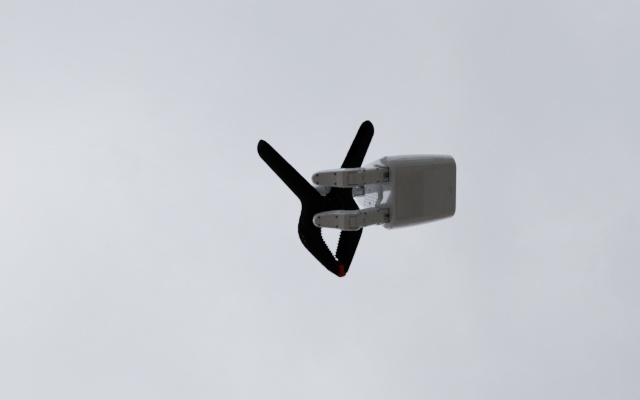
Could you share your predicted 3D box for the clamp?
[{"bbox_3d":[0.000,0.002,0.636,0.164,0.210,0.036,-6,11,-22],"label":"clamp"}]
